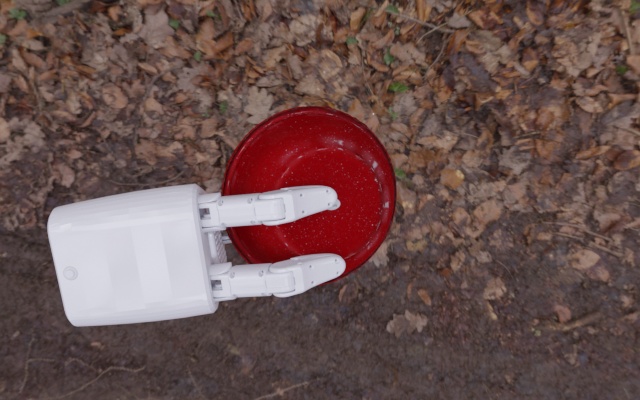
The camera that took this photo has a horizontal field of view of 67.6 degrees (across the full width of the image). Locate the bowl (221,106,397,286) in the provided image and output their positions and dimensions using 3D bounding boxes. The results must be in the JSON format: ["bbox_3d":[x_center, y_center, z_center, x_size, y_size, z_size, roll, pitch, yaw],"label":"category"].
[{"bbox_3d":[0.001,0.001,0.401,0.162,0.162,0.055,0,8,-16],"label":"bowl"}]
